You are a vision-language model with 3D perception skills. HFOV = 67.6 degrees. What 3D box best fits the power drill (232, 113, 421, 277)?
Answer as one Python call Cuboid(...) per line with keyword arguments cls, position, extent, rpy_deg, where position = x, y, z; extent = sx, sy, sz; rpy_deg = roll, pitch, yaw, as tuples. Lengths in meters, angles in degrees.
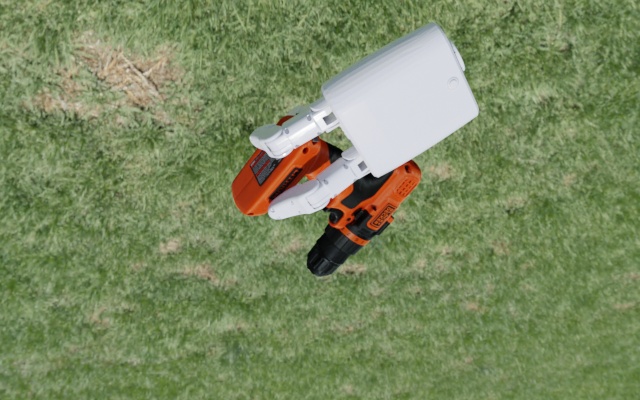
Cuboid(cls="power drill", position=(0.000, 0.001, 0.519), extent=(0.188, 0.184, 0.057), rpy_deg=(22, 24, -44))
